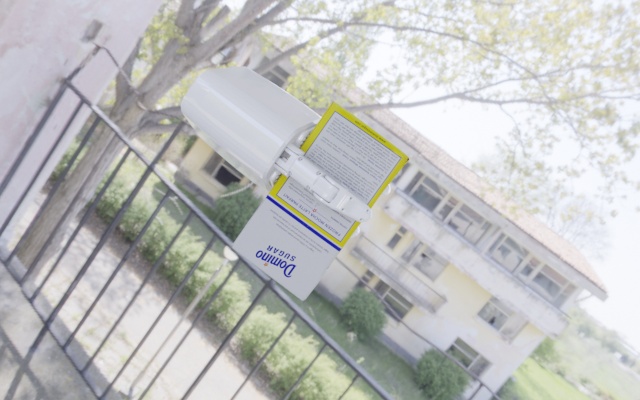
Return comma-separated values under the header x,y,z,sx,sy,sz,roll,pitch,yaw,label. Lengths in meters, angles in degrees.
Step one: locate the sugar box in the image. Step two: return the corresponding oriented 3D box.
x,y,z,sx,sy,sz,roll,pitch,yaw,label
0.000,0.001,0.480,0.093,0.176,0.048,37,8,5,sugar box
